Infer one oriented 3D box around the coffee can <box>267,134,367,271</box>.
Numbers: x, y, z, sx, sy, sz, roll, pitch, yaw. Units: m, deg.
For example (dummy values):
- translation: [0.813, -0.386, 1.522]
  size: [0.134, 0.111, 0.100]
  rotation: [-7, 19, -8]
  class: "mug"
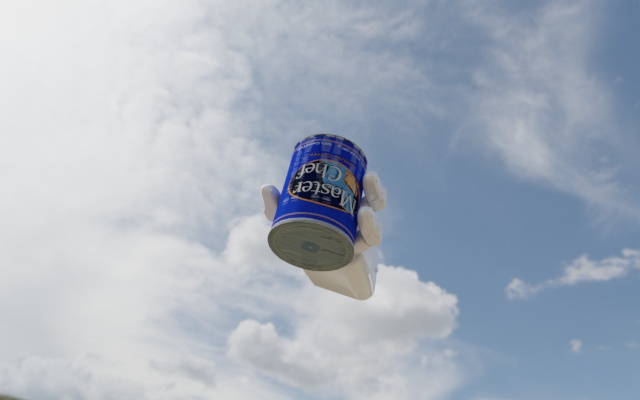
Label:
- translation: [0.000, 0.002, 0.595]
  size: [0.103, 0.140, 0.103]
  rotation: [8, -38, 6]
  class: "coffee can"
